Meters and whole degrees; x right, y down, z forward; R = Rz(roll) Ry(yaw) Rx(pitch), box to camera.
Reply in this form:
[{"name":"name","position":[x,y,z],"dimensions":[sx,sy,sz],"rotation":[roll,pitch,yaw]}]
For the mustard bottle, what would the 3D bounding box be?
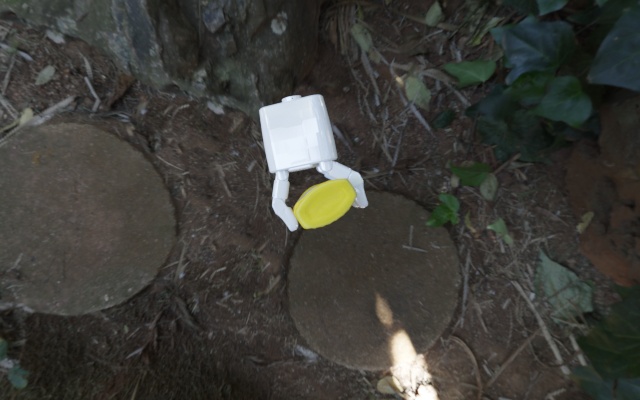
[{"name":"mustard bottle","position":[0.000,0.003,0.791],"dimensions":[0.096,0.058,0.191],"rotation":[-35,4,-4]}]
